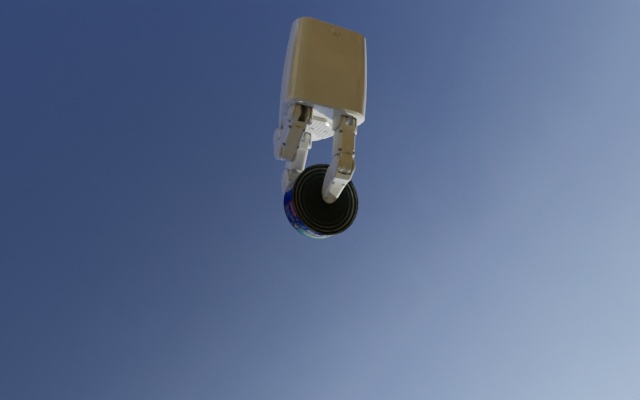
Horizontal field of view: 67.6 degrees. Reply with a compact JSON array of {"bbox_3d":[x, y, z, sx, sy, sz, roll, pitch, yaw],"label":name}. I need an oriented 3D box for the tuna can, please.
[{"bbox_3d":[0.000,0.002,0.568,0.086,0.086,0.034,0,-13,-27],"label":"tuna can"}]
